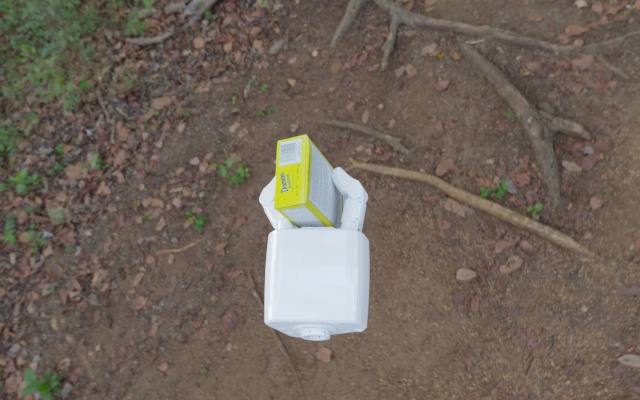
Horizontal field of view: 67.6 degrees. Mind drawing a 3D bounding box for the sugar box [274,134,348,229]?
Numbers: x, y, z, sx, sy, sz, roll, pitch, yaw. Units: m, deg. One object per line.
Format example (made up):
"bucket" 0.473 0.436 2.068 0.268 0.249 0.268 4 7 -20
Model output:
"sugar box" 0.000 0.002 0.610 0.048 0.093 0.176 -8 -29 19
